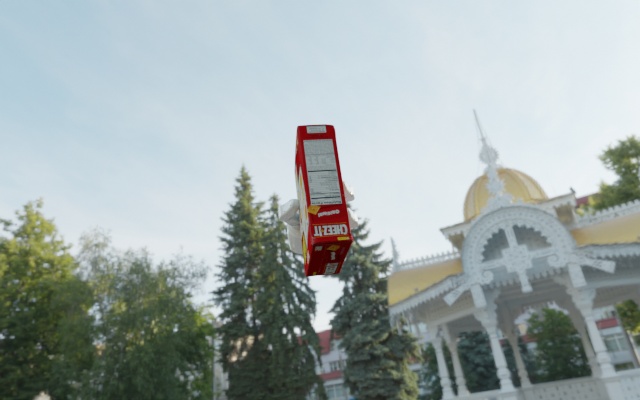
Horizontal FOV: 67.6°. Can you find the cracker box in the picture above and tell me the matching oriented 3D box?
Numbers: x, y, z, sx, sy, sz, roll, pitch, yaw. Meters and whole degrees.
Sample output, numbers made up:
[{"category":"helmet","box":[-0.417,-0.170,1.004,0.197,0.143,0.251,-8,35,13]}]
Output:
[{"category":"cracker box","box":[0.000,0.003,0.817,0.072,0.213,0.164,-5,-25,-7]}]
